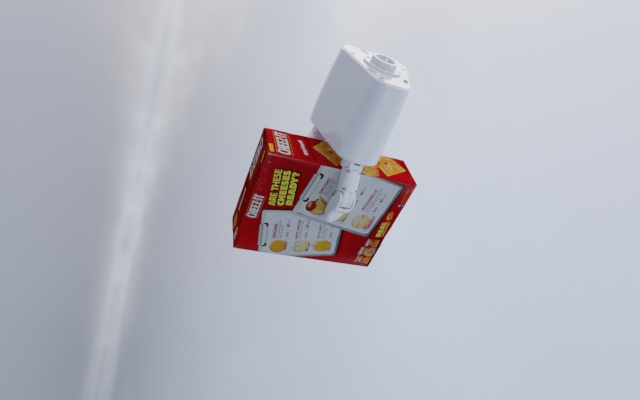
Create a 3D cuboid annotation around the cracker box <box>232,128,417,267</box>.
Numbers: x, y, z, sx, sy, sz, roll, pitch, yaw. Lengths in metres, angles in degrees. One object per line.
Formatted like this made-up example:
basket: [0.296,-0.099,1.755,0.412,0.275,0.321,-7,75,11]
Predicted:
cracker box: [0.000,0.002,0.670,0.214,0.164,0.072,11,35,-21]
